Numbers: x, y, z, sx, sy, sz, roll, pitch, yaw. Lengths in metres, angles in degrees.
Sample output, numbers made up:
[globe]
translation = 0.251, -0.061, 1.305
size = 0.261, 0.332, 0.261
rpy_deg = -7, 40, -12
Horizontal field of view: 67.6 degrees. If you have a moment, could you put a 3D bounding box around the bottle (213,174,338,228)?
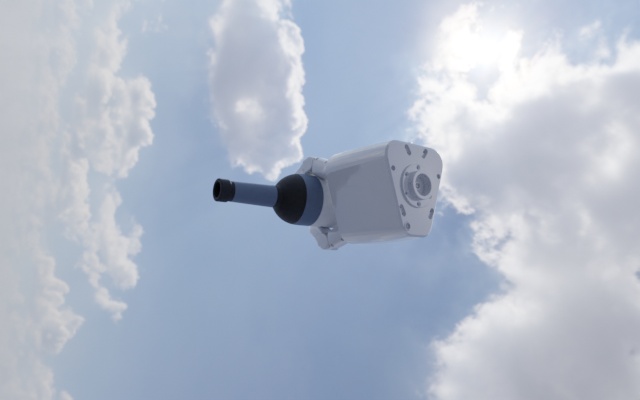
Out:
[bottle]
translation = 0.000, 0.002, 0.637
size = 0.296, 0.069, 0.069
rpy_deg = 7, -4, -35
